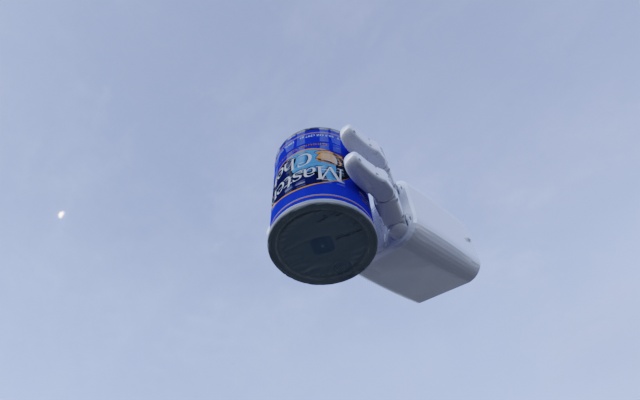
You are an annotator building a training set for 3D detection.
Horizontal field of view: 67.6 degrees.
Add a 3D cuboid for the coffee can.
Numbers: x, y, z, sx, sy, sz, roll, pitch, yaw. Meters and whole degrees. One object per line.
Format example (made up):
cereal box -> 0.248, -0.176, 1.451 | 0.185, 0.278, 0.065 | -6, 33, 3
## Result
coffee can -> 0.000, 0.002, 0.496 | 0.103, 0.103, 0.140 | 0, 37, -2
